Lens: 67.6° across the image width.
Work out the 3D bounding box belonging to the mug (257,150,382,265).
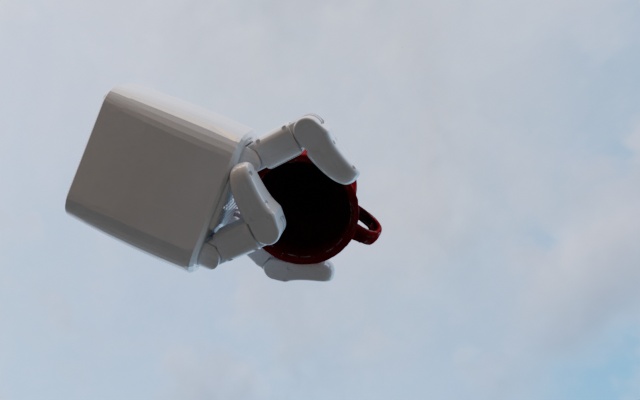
[{"bbox_3d":[0.001,0.002,0.414,0.117,0.093,0.081,25,20,-1],"label":"mug"}]
